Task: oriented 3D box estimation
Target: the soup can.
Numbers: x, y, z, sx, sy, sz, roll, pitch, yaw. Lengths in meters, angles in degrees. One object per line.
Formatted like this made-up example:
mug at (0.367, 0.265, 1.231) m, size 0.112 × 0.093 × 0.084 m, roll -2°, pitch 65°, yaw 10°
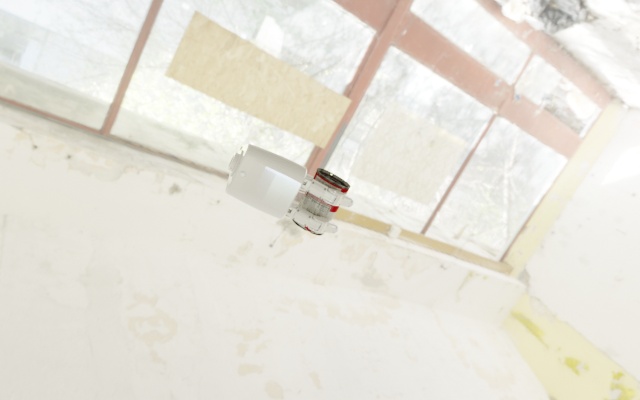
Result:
soup can at (0.000, 0.003, 0.852) m, size 0.068 × 0.102 × 0.068 m, roll 27°, pitch 14°, yaw -7°
